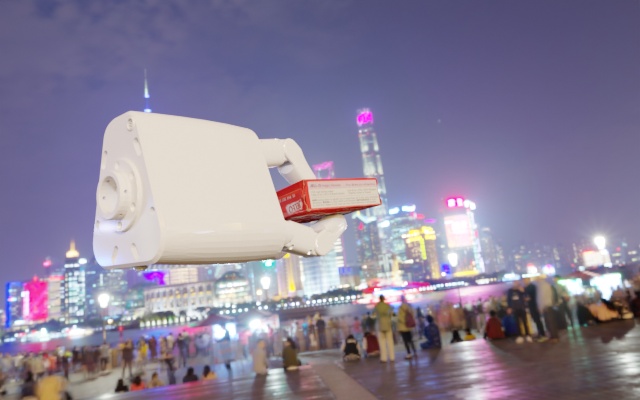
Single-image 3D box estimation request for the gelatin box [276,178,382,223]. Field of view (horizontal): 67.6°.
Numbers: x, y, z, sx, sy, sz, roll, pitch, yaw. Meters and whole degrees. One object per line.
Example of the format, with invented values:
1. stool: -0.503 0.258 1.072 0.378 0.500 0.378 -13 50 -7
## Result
1. gelatin box: 0.000 0.001 0.449 0.089 0.030 0.073 -4 -9 -38
